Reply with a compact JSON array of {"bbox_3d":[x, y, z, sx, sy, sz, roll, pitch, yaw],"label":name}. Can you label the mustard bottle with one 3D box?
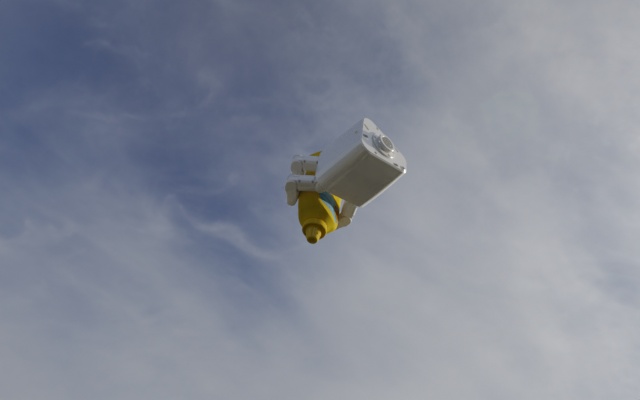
[{"bbox_3d":[0.000,0.003,0.840,0.058,0.096,0.191,-15,36,21],"label":"mustard bottle"}]
